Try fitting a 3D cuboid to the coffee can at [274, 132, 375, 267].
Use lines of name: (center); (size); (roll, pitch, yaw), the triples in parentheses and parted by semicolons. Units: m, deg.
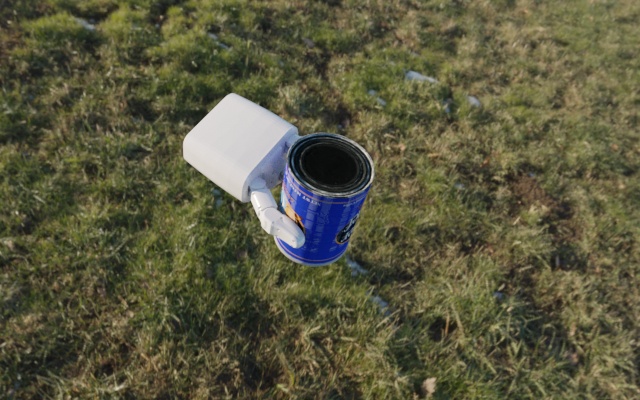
coffee can: (0.000, 0.002, 0.593); (0.103, 0.102, 0.140); (0, -40, -13)
